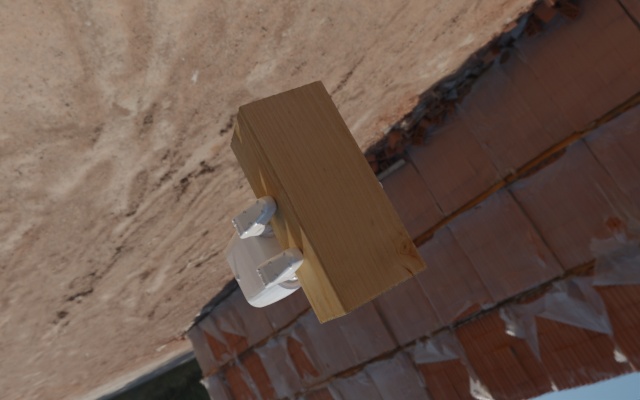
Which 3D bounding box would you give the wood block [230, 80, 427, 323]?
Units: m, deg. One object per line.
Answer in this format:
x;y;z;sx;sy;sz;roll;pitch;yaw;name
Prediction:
0.000;0.002;0.467;0.091;0.206;0.090;-24;-11;-23;wood block
